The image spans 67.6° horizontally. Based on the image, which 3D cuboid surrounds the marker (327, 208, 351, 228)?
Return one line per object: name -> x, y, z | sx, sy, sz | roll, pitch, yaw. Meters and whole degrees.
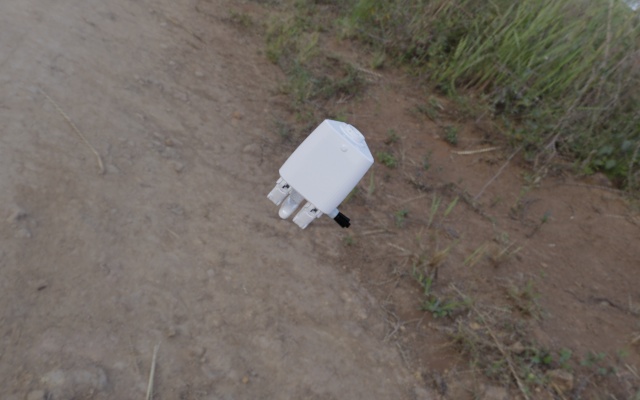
marker -> 0.000, 0.003, 0.760 | 0.121, 0.020, 0.020 | 40, -5, -6
